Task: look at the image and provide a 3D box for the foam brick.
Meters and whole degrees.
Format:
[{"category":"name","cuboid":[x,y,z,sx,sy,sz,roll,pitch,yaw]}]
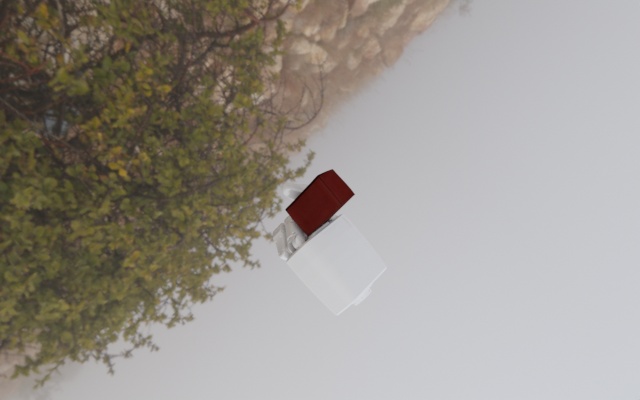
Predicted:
[{"category":"foam brick","cuboid":[0.000,0.002,0.675,0.078,0.051,0.053,-46,-8,30]}]
